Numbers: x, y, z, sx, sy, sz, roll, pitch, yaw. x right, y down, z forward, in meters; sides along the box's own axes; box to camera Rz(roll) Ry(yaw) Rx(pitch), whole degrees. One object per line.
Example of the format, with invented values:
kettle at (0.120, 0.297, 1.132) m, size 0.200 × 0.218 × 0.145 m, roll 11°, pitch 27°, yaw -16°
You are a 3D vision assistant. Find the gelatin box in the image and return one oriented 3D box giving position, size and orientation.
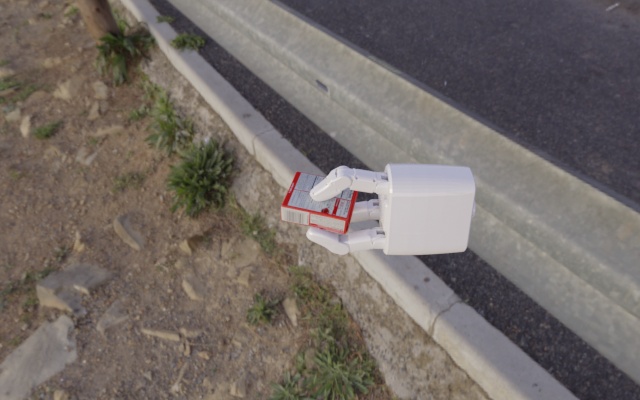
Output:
gelatin box at (0.000, 0.002, 0.625) m, size 0.089 × 0.030 × 0.073 m, roll 12°, pitch 43°, yaw 7°
